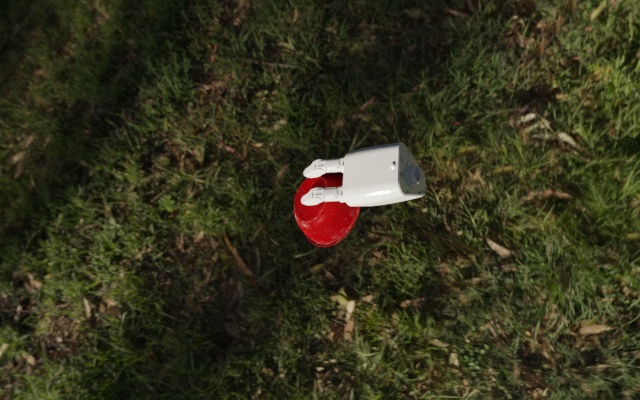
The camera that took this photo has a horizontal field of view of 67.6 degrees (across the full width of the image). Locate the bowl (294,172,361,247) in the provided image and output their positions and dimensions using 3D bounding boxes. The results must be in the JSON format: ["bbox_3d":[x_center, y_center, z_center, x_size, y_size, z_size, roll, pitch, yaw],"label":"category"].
[{"bbox_3d":[-0.001,0.003,0.899,0.055,0.162,0.162,20,-13,-40],"label":"bowl"}]
